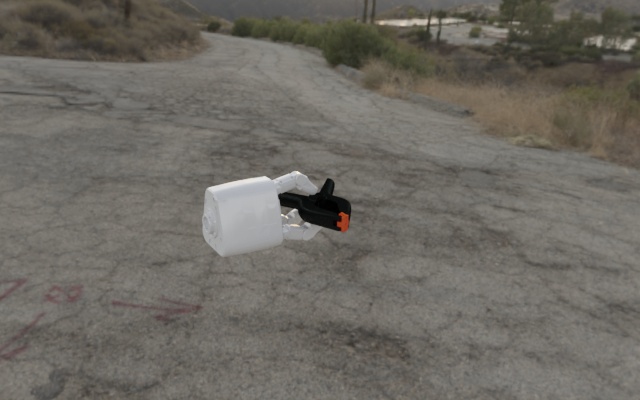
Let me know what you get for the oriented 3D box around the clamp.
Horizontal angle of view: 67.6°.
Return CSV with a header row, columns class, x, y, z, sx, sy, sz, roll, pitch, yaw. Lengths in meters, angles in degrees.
class,x,y,z,sx,sy,sz,roll,pitch,yaw
clamp,0.000,0.002,0.865,0.164,0.036,0.210,-14,25,-32
